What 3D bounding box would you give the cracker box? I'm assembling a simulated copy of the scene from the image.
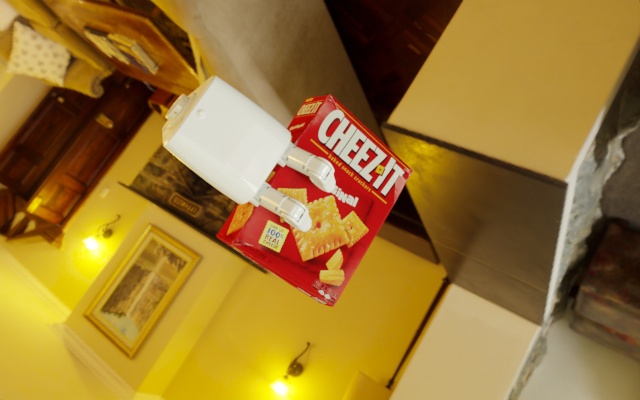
[{"bbox_3d":[0.000,0.002,0.602,0.164,0.213,0.072,38,-13,-26],"label":"cracker box"}]
